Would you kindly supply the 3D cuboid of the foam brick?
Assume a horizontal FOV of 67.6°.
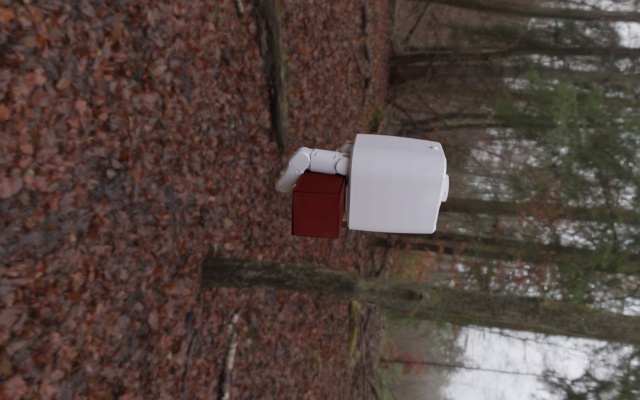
[{"bbox_3d":[0.000,0.002,0.533,0.051,0.053,0.078,5,23,6],"label":"foam brick"}]
